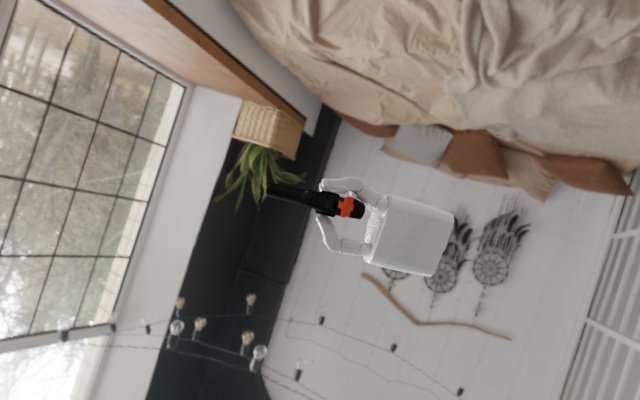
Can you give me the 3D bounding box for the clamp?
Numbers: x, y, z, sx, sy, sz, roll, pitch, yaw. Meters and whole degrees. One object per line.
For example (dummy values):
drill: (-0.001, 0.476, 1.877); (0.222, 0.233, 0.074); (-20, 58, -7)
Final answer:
clamp: (0.000, 0.003, 0.717); (0.164, 0.036, 0.210); (13, -1, -8)
